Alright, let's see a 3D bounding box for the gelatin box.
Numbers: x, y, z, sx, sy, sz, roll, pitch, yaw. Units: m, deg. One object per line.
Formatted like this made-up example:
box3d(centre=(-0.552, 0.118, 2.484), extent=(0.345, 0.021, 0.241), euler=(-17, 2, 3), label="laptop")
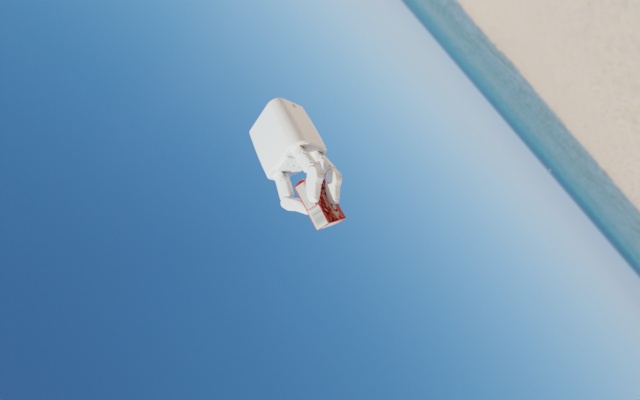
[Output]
box3d(centre=(0.000, 0.003, 0.838), extent=(0.030, 0.089, 0.073), euler=(-32, -9, 25), label="gelatin box")
